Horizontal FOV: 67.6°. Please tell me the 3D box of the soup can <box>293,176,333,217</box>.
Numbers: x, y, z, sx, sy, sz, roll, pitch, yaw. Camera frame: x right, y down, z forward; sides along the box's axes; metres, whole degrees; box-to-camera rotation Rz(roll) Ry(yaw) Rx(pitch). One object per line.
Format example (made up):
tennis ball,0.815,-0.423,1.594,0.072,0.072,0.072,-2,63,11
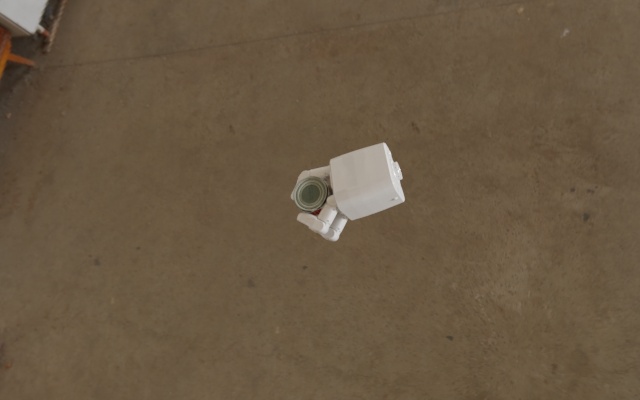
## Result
soup can,0.000,0.003,0.883,0.068,0.068,0.102,0,-17,22
